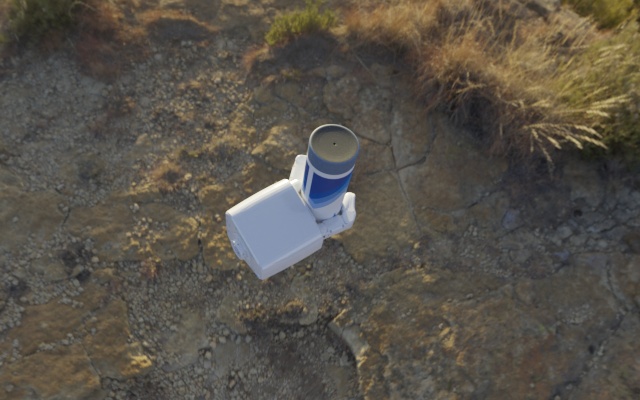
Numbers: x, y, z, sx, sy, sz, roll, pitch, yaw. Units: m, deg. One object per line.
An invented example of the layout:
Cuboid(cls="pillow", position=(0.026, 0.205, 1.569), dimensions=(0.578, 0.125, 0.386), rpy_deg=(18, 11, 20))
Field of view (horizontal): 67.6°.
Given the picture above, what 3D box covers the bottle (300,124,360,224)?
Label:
Cuboid(cls="bottle", position=(0.000, 0.002, 0.745), dimensions=(0.069, 0.069, 0.296), rpy_deg=(0, -31, -8))
